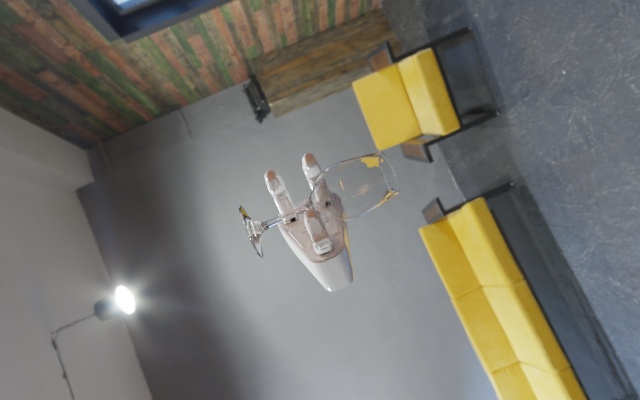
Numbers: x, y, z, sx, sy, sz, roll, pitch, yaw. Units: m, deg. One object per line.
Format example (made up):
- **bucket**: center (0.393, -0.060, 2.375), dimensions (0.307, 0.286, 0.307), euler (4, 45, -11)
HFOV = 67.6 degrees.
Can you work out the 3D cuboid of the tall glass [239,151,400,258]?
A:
- **tall glass**: center (-0.001, 0.002, 0.629), dimensions (0.201, 0.079, 0.079), euler (-23, 1, -2)
